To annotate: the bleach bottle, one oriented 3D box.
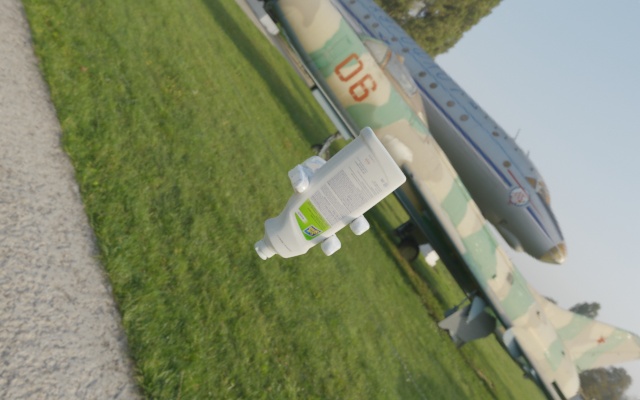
[{"bbox_3d":[0.000,0.002,0.727,0.251,0.102,0.068,-36,8,10],"label":"bleach bottle"}]
